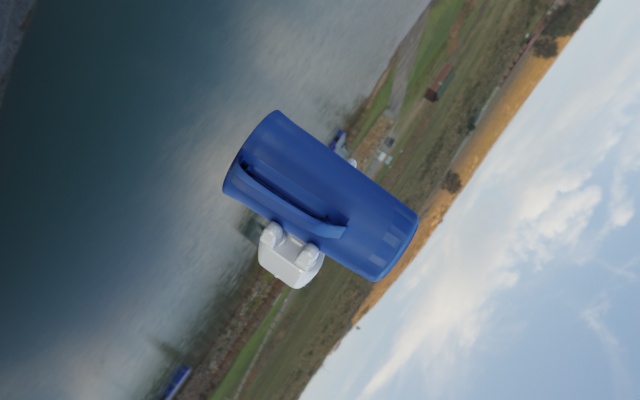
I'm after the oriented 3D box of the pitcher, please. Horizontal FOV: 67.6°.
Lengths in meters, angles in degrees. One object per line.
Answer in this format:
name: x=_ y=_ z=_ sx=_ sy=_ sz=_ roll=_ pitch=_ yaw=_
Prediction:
pitcher: x=0.000 y=0.002 z=0.623 sx=0.243 sy=0.149 sz=0.145 roll=34 pitch=-27 yaw=3
